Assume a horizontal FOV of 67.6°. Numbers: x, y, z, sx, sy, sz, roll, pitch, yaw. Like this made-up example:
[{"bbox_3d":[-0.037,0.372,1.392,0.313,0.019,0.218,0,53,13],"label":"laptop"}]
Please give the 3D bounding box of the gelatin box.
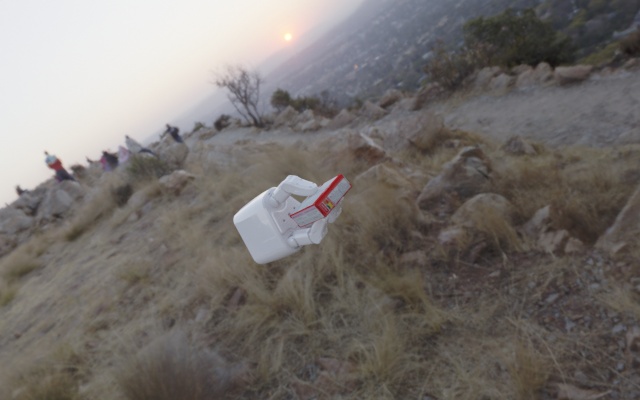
[{"bbox_3d":[0.000,0.002,0.746,0.073,0.030,0.089,-48,11,-30],"label":"gelatin box"}]
